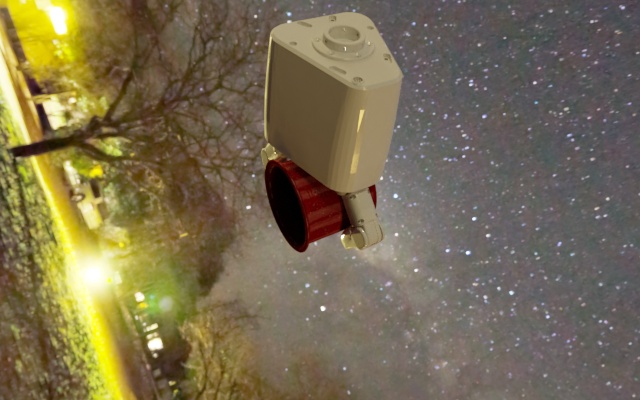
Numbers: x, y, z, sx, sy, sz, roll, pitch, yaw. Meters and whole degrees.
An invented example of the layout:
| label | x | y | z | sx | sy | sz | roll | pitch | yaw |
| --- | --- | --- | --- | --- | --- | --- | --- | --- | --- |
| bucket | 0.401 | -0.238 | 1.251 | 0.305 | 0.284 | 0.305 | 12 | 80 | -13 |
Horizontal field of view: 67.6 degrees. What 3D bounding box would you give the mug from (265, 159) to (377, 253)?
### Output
| label | x | y | z | sx | sy | sz | roll | pitch | yaw |
| --- | --- | --- | --- | --- | --- | --- | --- | --- | --- |
| mug | 0.000 | 0.003 | 0.478 | 0.081 | 0.093 | 0.117 | -20 | -36 | -22 |
